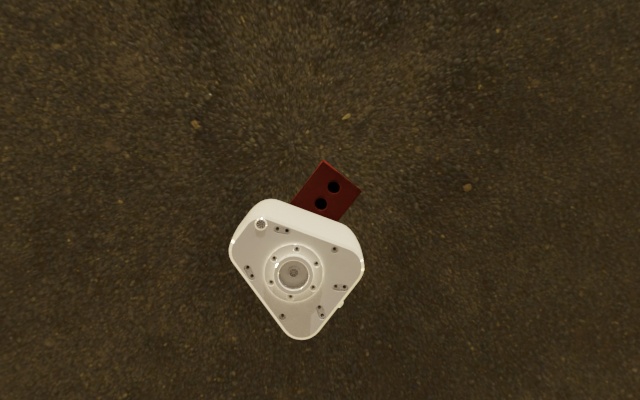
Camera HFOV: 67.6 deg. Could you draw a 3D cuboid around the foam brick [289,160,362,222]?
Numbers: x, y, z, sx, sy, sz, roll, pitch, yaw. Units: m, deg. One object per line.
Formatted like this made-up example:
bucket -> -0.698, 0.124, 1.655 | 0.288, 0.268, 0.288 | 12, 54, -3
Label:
foam brick -> 0.000, 0.001, 0.518 | 0.053, 0.078, 0.051 | 37, 3, -3
